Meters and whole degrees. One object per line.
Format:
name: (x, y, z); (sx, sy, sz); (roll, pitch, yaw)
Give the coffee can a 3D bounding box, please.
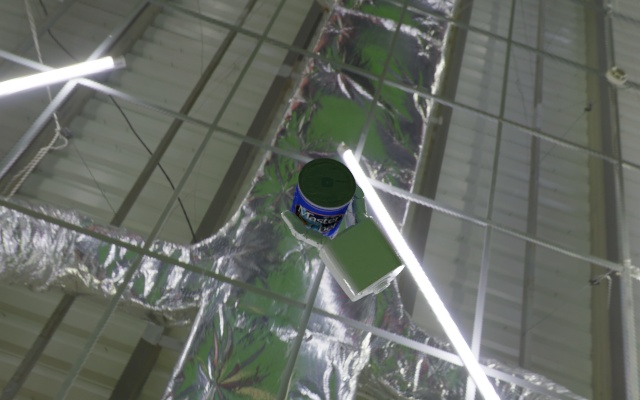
coffee can: (0.000, 0.003, 0.881); (0.103, 0.102, 0.140); (0, -30, -12)
